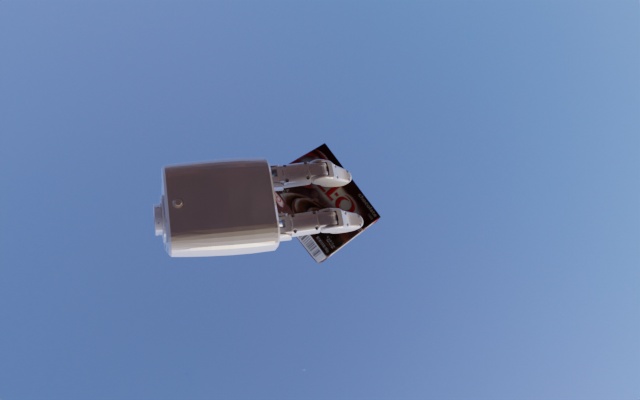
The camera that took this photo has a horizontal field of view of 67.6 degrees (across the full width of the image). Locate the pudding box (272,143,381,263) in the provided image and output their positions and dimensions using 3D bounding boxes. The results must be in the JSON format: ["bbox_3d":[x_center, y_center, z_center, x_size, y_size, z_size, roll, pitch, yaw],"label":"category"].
[{"bbox_3d":[0.000,0.002,0.548,0.090,0.113,0.039,-34,-4,-30],"label":"pudding box"}]
